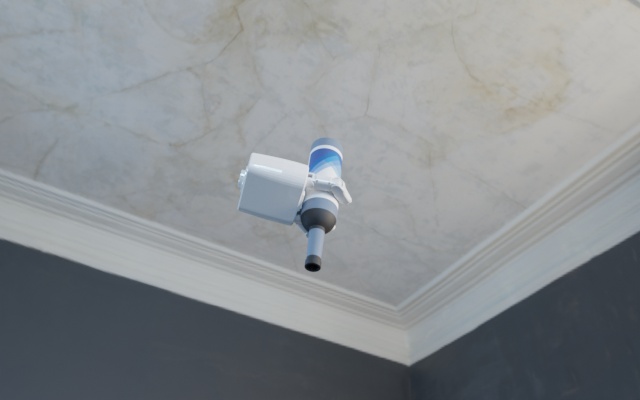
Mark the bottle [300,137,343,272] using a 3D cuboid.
[{"bbox_3d":[0.000,0.003,0.886,0.069,0.295,0.069,4,-42,3],"label":"bottle"}]
